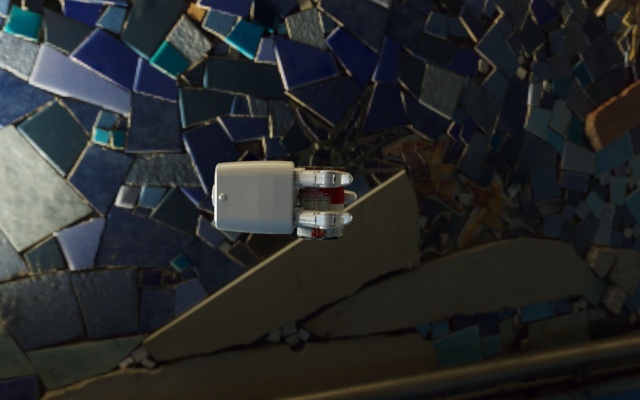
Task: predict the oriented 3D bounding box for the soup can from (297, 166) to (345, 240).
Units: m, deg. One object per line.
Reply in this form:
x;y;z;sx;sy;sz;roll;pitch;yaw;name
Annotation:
0.001;0.003;0.687;0.068;0.102;0.068;1;3;0;soup can
